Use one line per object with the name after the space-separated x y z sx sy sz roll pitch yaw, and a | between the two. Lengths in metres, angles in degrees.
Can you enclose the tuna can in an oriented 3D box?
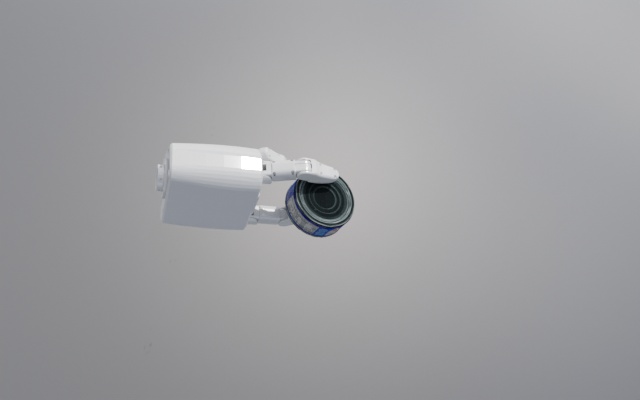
0.000 0.002 0.613 0.086 0.086 0.034 0 -25 -28 | tuna can
